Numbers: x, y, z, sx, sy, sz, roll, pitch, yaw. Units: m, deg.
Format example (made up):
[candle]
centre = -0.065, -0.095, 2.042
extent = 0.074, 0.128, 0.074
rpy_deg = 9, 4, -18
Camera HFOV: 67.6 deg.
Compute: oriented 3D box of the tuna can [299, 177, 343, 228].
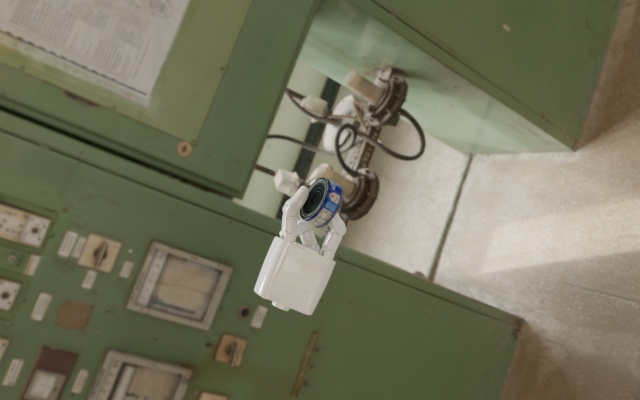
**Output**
[tuna can]
centre = 0.000, 0.002, 0.839
extent = 0.034, 0.086, 0.086
rpy_deg = 29, -14, -26
